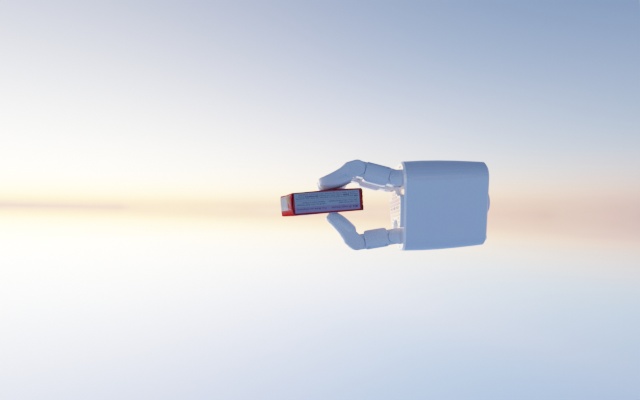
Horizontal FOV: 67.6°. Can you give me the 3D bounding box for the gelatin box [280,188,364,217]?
[{"bbox_3d":[0.000,0.002,0.592,0.089,0.030,0.073,-5,-1,-15],"label":"gelatin box"}]
